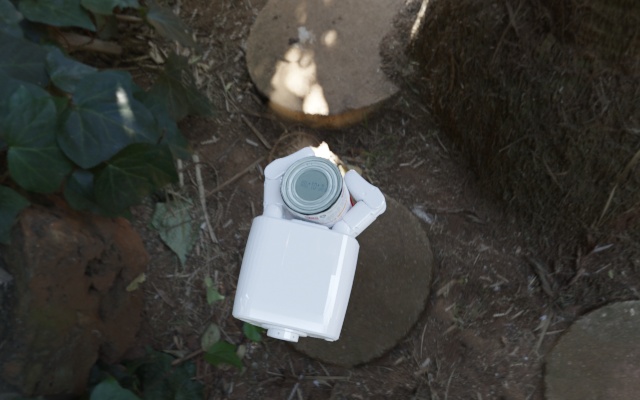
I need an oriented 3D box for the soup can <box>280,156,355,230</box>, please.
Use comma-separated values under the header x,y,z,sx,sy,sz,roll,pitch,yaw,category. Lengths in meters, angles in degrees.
x,y,z,sx,sy,sz,roll,pitch,yaw,category
0.000,0.001,0.532,0.068,0.068,0.102,0,-21,13,soup can
